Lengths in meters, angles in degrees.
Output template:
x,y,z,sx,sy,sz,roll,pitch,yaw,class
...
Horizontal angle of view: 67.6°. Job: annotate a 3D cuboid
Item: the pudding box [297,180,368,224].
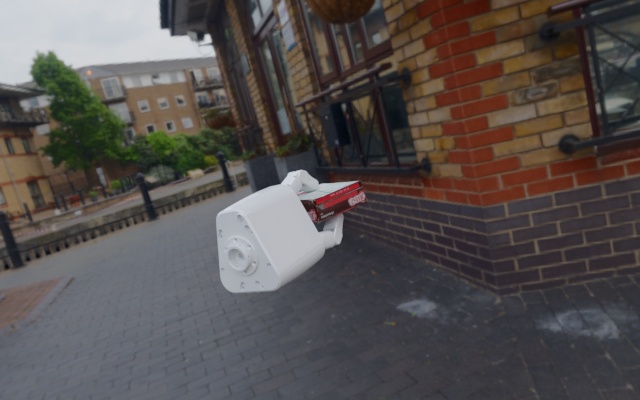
x,y,z,sx,sy,sz,roll,pitch,yaw,class
0.000,0.002,0.710,0.090,0.039,0.113,-21,12,-30,pudding box
